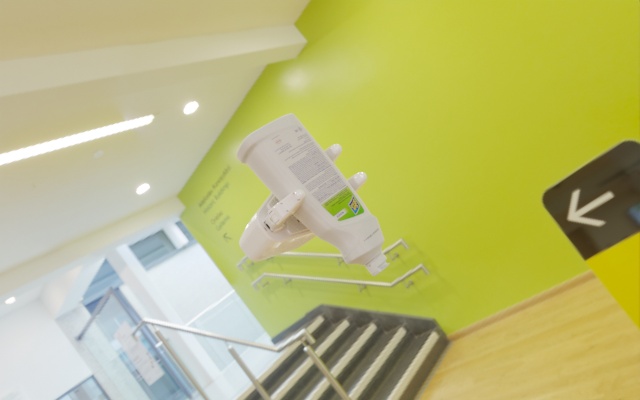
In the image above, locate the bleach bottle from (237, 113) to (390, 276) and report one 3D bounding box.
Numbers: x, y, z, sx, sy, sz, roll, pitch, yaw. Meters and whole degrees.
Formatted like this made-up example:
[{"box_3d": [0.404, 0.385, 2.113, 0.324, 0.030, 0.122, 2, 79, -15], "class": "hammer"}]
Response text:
[{"box_3d": [0.000, 0.002, 0.661, 0.102, 0.251, 0.068, -36, -6, -34], "class": "bleach bottle"}]
